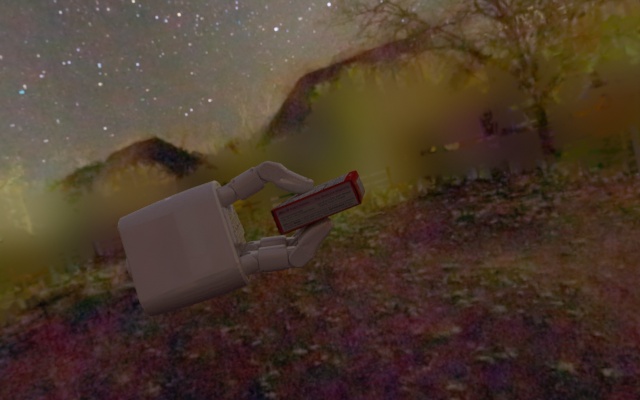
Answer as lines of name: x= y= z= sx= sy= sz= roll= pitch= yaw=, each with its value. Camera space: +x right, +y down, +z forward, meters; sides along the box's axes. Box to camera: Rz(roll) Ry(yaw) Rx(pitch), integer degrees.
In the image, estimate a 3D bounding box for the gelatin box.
gelatin box: x=0.000 y=0.001 z=0.497 sx=0.089 sy=0.030 sz=0.073 roll=-23 pitch=6 yaw=11
